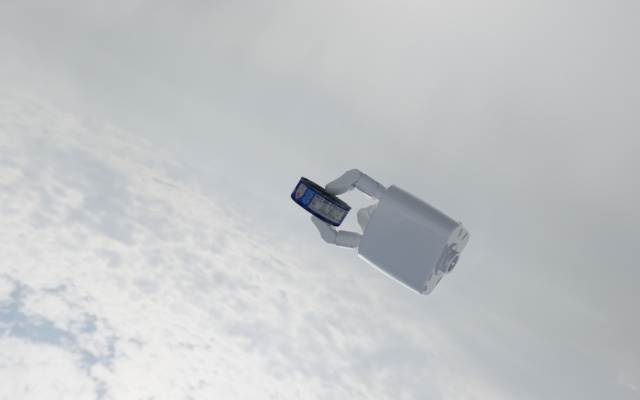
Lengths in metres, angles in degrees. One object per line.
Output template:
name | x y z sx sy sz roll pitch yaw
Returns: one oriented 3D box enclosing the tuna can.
tuna can | 0.000 0.003 0.686 0.086 0.034 0.086 32 6 -4
